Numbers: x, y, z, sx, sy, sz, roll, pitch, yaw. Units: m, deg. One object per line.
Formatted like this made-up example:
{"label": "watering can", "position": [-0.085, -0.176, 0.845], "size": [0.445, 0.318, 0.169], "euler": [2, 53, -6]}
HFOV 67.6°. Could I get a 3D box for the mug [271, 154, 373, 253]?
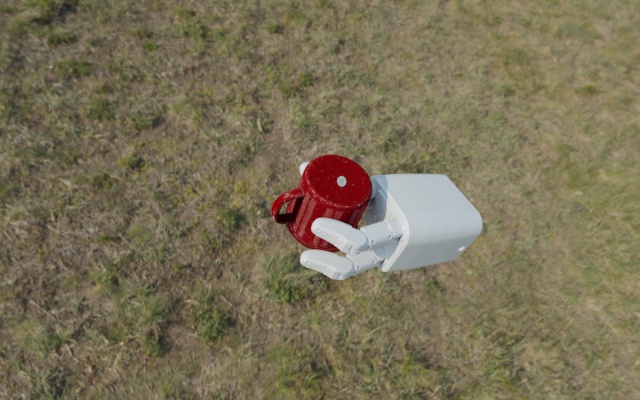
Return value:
{"label": "mug", "position": [-0.001, 0.002, 0.553], "size": [0.117, 0.093, 0.082], "euler": [-5, -36, -22]}
